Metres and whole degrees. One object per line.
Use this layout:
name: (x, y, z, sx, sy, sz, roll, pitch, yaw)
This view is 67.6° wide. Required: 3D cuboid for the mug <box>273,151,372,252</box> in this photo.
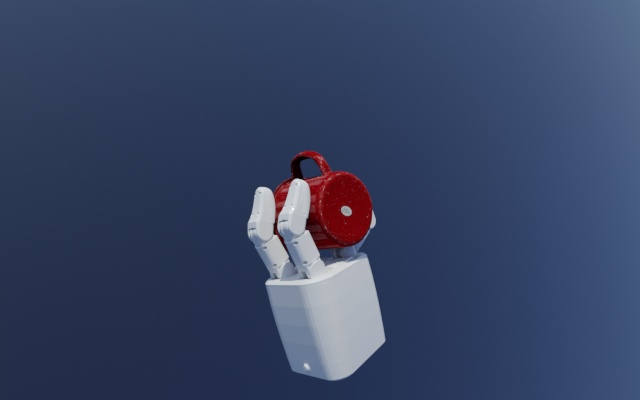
mug: (0.000, 0.000, 0.531, 0.093, 0.117, 0.081, -18, 5, -41)
